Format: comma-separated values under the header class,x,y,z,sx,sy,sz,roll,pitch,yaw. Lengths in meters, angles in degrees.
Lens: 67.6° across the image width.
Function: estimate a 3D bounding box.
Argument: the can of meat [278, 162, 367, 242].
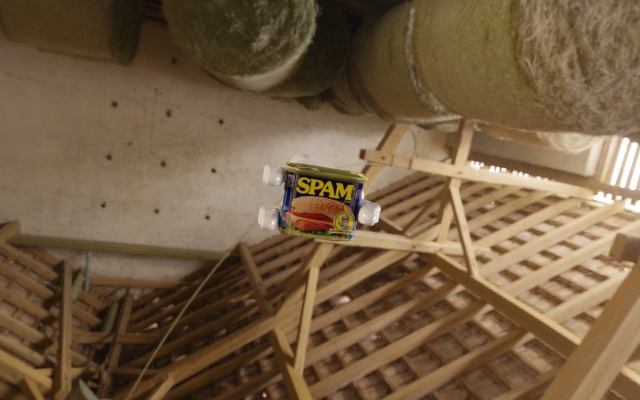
class,x,y,z,sx,sy,sz,roll,pitch,yaw
can of meat,0.000,0.002,0.600,0.102,0.084,0.057,8,11,-8
